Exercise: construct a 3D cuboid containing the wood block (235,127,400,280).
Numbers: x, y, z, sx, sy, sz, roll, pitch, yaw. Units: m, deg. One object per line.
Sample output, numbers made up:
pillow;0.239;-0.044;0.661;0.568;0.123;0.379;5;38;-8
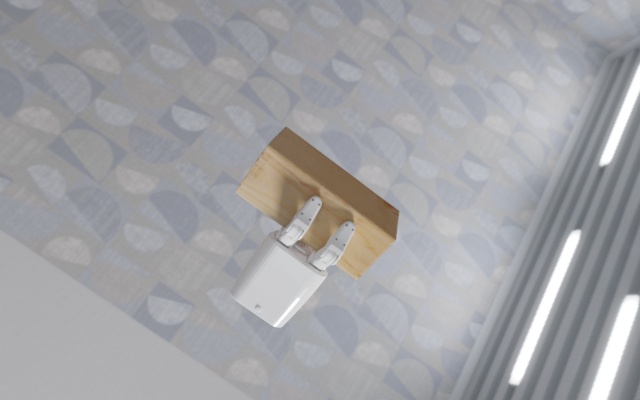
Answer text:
wood block;0.000;0.002;0.668;0.206;0.090;0.090;36;26;-6
